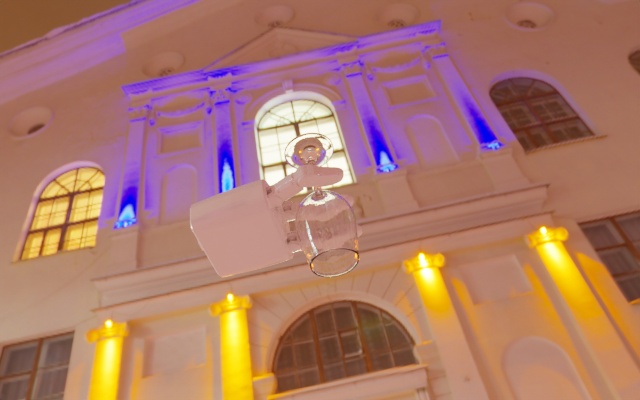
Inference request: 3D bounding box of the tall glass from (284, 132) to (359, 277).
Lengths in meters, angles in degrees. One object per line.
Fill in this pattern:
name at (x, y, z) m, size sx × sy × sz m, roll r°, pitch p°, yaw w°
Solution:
tall glass at (0.000, 0.002, 0.641) m, size 0.079 × 0.200 × 0.079 m, roll -8°, pitch -41°, yaw -7°
